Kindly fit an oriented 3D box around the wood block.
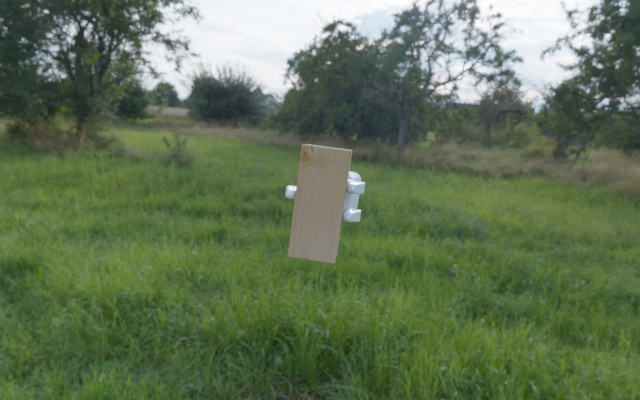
[{"bbox_3d":[0.000,0.003,0.894,0.091,0.206,0.090,8,8,4],"label":"wood block"}]
